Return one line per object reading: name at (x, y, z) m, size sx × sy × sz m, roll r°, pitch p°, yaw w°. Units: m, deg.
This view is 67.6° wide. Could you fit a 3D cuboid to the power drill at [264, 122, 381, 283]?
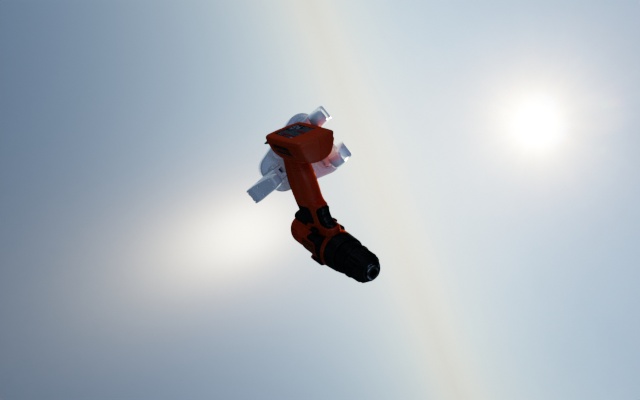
power drill at (0.000, 0.001, 0.605) m, size 0.057 × 0.188 × 0.184 m, roll -25°, pitch 27°, yaw -24°
